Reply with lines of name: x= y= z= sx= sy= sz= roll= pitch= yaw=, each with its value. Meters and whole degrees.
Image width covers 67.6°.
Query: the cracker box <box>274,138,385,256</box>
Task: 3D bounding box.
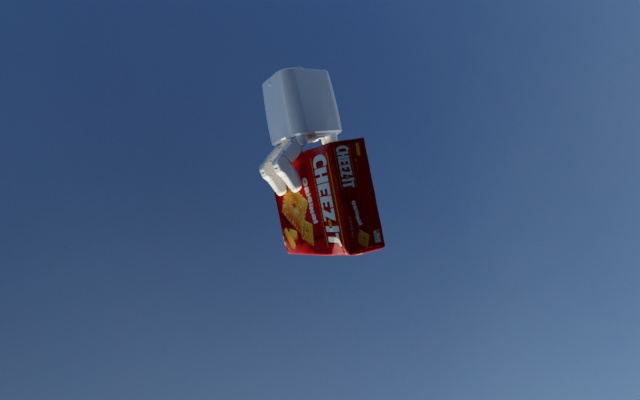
cracker box: x=0.000 y=0.002 z=0.763 sx=0.072 sy=0.164 sz=0.214 roll=-12 pitch=1 yaw=-28
